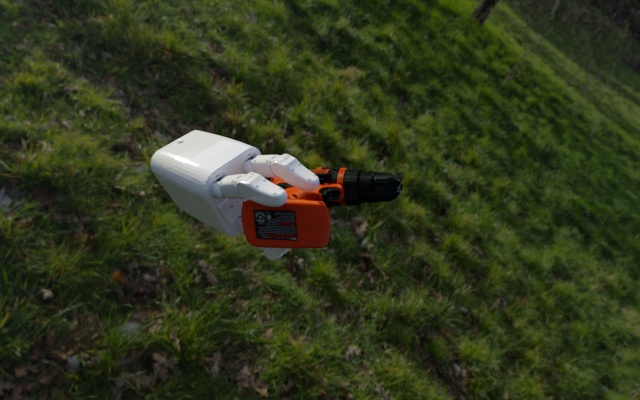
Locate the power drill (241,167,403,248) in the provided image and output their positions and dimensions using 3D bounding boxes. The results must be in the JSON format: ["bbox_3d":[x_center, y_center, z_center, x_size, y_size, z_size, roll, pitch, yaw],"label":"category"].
[{"bbox_3d":[0.000,0.002,0.596,0.184,0.057,0.187,-2,15,18],"label":"power drill"}]
